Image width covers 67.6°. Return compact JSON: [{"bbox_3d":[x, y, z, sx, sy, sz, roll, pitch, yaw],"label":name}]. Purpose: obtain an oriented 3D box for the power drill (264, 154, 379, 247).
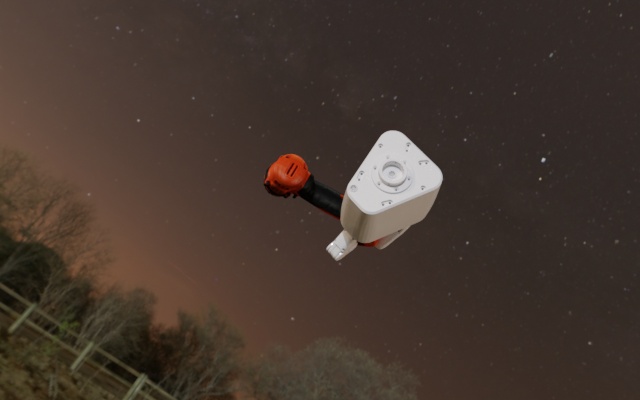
[{"bbox_3d":[0.001,0.003,0.720,0.187,0.057,0.184,30,-8,-8],"label":"power drill"}]
